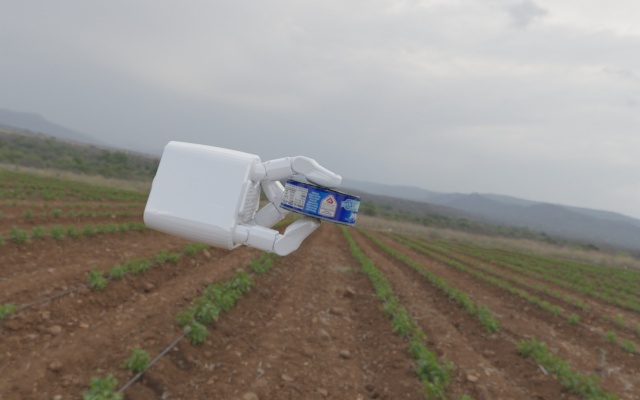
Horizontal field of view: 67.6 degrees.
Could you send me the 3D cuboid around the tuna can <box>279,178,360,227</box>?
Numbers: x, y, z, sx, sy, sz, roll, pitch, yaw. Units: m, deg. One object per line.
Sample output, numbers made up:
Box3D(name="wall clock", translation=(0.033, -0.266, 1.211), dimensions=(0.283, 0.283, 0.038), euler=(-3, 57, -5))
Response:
Box3D(name="tuna can", translation=(0.000, 0.001, 0.527), dimensions=(0.086, 0.034, 0.086), euler=(15, 1, 0))
